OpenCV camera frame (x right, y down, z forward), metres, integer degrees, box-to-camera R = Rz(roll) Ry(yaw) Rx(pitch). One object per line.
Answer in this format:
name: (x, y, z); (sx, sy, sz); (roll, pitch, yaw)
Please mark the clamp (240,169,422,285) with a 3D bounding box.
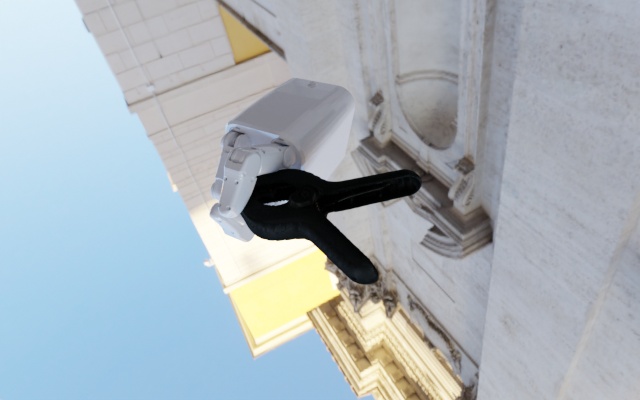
clamp: (0.000, 0.002, 0.416); (0.171, 0.039, 0.120); (19, 45, 30)
